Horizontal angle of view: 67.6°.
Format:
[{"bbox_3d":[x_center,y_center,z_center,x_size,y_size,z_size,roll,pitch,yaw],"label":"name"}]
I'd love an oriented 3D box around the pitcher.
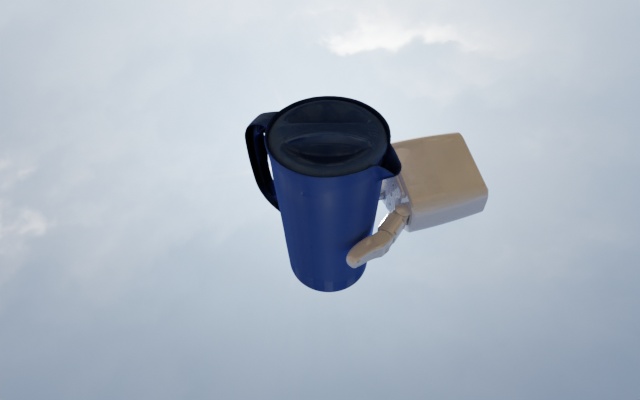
[{"bbox_3d":[0.000,0.002,0.587,0.145,0.149,0.243,-14,-41,-12],"label":"pitcher"}]
